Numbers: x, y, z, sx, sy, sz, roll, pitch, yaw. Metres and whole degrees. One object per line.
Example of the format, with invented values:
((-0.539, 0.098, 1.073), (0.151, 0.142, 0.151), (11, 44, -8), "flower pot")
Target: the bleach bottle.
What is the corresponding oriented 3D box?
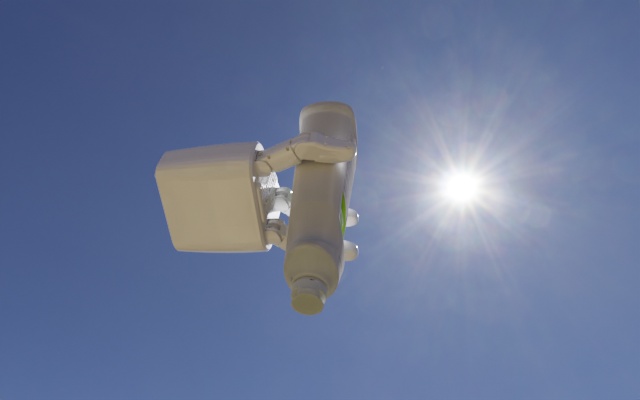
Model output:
((0.000, 0.002, 0.491), (0.068, 0.103, 0.250), (-2, 39, 9), "bleach bottle")
